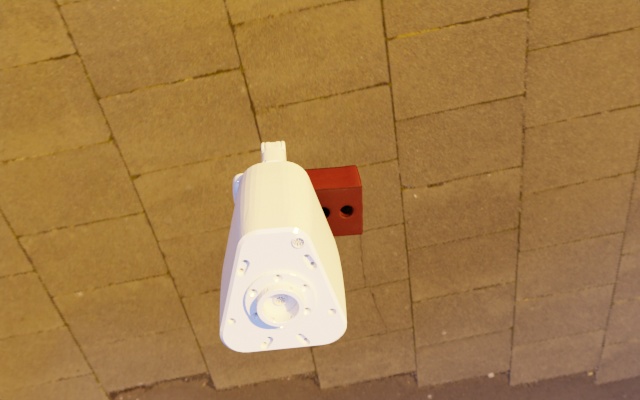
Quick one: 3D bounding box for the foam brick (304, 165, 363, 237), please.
[{"bbox_3d":[0.000,0.001,0.458,0.078,0.053,0.051,-5,27,-3],"label":"foam brick"}]
